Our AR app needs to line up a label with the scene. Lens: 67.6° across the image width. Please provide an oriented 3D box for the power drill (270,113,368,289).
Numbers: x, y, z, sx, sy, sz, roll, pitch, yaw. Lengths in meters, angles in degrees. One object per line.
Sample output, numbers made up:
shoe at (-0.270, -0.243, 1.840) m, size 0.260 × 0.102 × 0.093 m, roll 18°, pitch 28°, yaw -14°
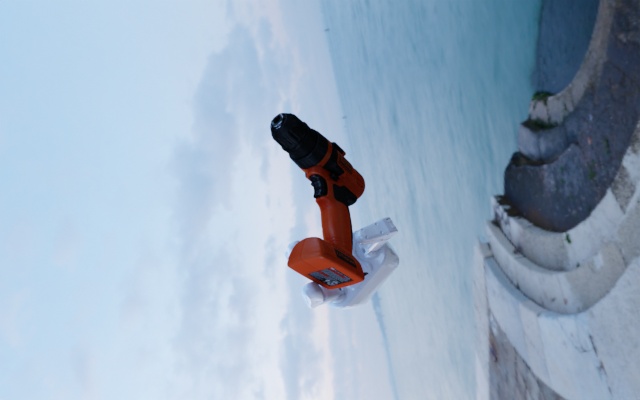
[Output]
power drill at (0.000, 0.002, 0.592) m, size 0.057 × 0.187 × 0.184 m, roll -20°, pitch -37°, yaw 30°
